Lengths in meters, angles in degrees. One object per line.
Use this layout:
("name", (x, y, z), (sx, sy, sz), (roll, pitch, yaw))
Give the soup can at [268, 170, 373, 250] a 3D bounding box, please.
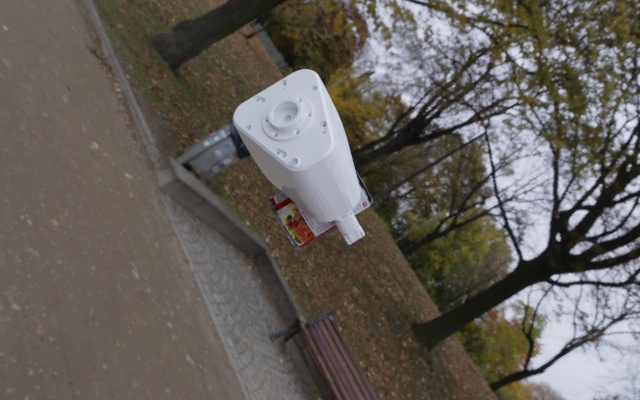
("soup can", (0.001, 0.002, 0.553), (0.102, 0.068, 0.068), (-31, 0, 0))
